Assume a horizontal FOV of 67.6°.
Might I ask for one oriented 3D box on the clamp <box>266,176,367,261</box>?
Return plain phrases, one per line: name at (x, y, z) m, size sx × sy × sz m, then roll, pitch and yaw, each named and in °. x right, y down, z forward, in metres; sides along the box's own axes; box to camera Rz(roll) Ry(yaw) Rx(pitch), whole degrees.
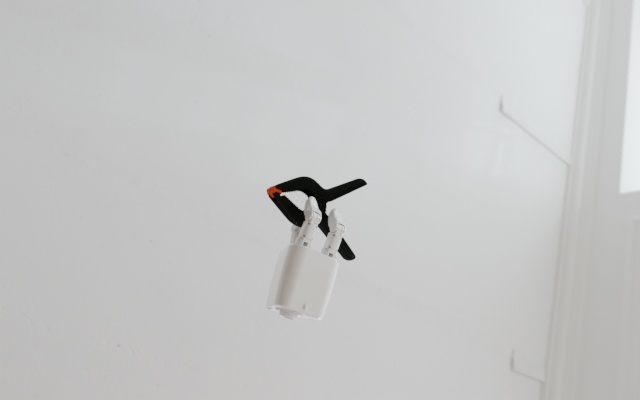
clamp at (-0.001, 0.003, 0.891) m, size 0.210 × 0.164 × 0.036 m, roll 26°, pitch -22°, yaw -27°
